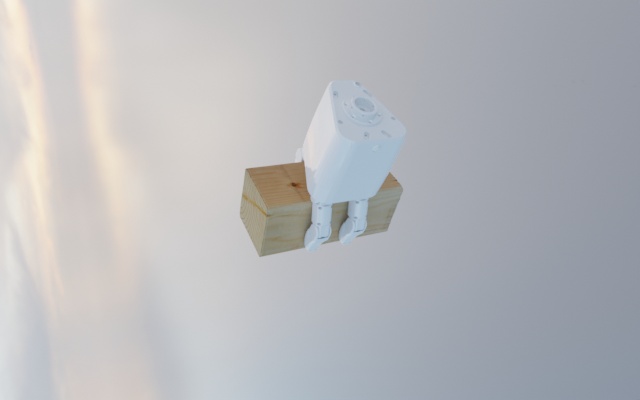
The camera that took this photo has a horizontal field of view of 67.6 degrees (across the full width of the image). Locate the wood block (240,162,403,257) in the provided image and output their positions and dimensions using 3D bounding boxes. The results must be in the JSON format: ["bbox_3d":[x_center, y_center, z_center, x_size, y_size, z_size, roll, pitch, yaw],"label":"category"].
[{"bbox_3d":[0.000,0.002,0.683,0.206,0.090,0.090,-9,44,-26],"label":"wood block"}]
